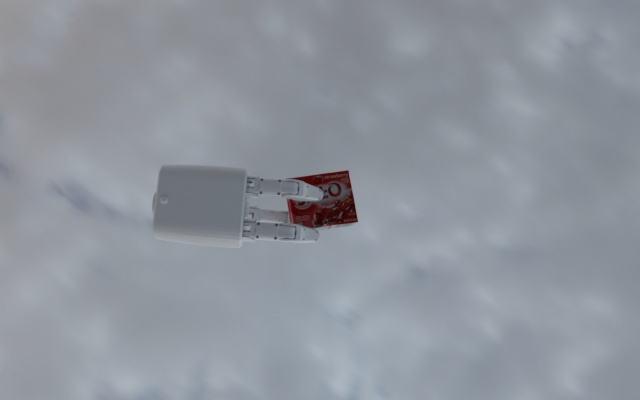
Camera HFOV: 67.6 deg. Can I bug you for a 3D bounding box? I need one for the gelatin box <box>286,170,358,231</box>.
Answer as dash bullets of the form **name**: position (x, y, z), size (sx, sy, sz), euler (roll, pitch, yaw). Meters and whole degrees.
- **gelatin box**: position (0.000, 0.002, 0.642), size (0.089, 0.073, 0.030), euler (-8, -11, -13)
